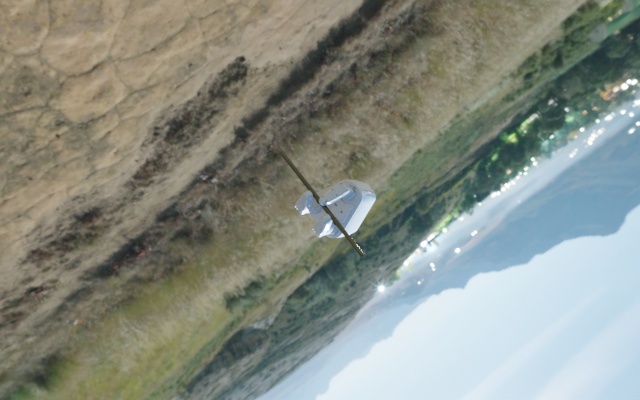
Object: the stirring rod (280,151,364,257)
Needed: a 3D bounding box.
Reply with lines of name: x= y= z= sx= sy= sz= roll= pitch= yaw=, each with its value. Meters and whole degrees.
stirring rod: x=0.000 y=0.003 z=0.845 sx=0.011 sy=0.239 sz=0.011 roll=-35 pitch=-15 yaw=-11
